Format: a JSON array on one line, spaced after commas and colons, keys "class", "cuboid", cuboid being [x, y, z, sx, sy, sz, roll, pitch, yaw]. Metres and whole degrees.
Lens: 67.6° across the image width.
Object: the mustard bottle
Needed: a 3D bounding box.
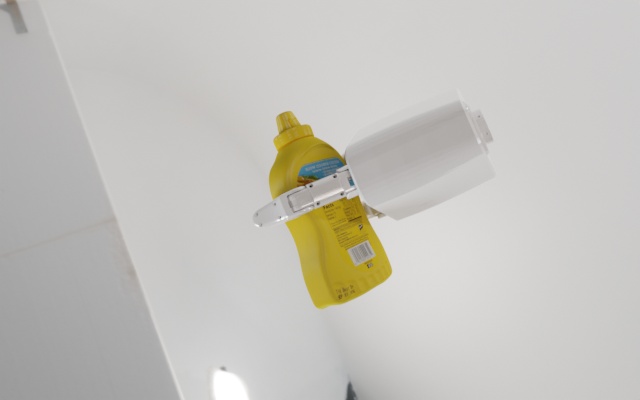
[{"class": "mustard bottle", "cuboid": [0.000, 0.002, 0.471, 0.096, 0.191, 0.058, -18, -6, -45]}]
